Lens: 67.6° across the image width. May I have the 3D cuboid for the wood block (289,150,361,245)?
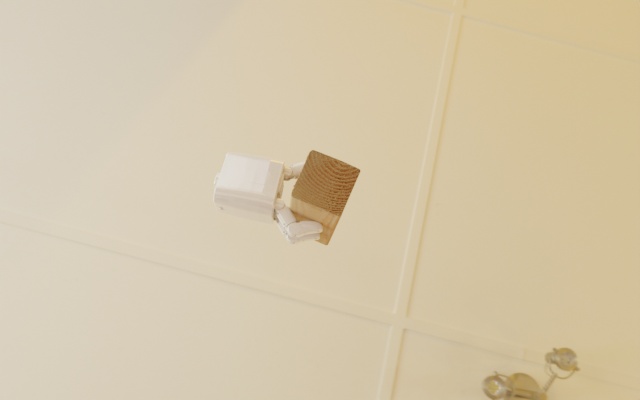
[{"bbox_3d":[0.000,0.002,0.856,0.090,0.090,0.206,23,-18,2],"label":"wood block"}]
